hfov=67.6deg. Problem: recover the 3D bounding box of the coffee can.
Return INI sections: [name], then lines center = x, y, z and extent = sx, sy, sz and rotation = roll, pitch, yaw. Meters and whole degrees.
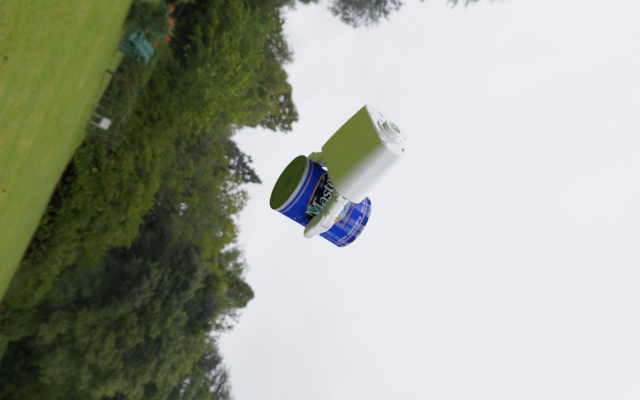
[coffee can]
center = 0.000, 0.003, 0.802
extent = 0.140, 0.102, 0.103
rotation = 32, -14, -24
